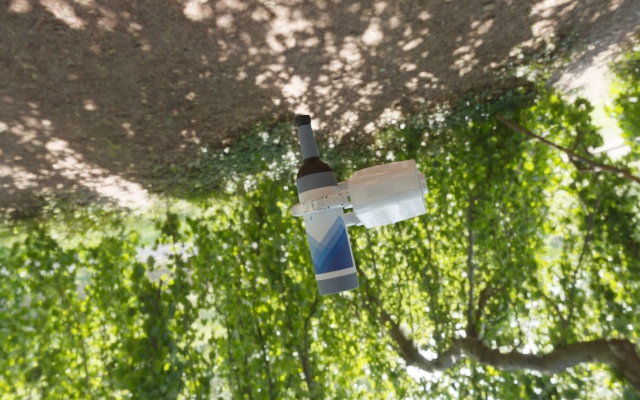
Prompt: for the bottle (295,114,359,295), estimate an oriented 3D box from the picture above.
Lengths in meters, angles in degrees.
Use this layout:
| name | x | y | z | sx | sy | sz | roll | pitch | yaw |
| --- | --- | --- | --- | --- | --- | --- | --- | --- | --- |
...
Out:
| name | x | y | z | sx | sy | sz | roll | pitch | yaw |
| --- | --- | --- | --- | --- | --- | --- | --- | --- | --- |
| bottle | 0.000 | 0.003 | 0.786 | 0.069 | 0.295 | 0.069 | -12 | -6 | -1 |
